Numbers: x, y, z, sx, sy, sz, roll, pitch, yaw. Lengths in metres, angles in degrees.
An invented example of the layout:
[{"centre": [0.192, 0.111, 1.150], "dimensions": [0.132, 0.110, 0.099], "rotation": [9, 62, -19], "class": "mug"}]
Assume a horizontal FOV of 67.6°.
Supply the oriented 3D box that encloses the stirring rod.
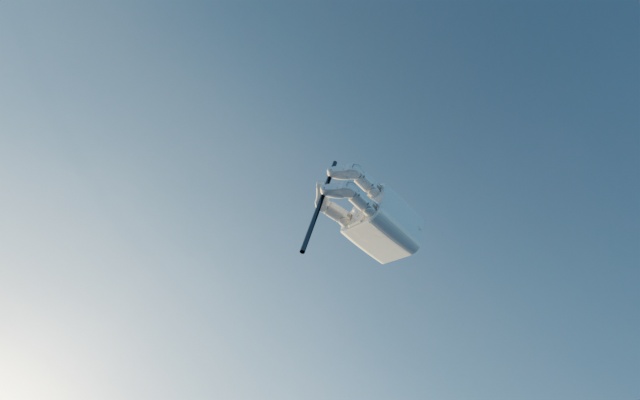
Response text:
[{"centre": [0.000, 0.003, 0.787], "dimensions": [0.011, 0.011, 0.239], "rotation": [0, 37, 16], "class": "stirring rod"}]
